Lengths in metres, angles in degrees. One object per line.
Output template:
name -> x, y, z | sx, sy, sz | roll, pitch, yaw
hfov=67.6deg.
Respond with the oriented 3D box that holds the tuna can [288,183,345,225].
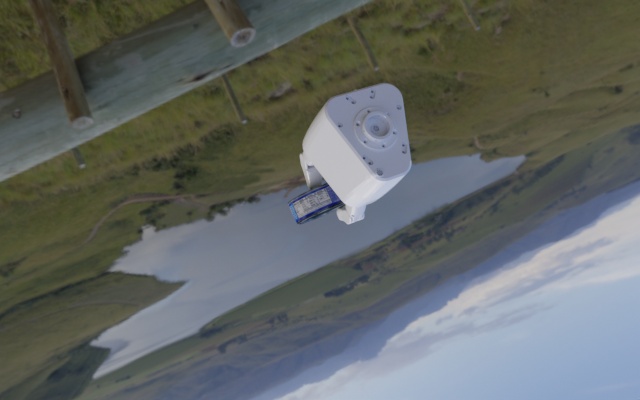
tuna can -> 0.000, 0.003, 0.662 | 0.086, 0.033, 0.086 | -24, -5, -2
